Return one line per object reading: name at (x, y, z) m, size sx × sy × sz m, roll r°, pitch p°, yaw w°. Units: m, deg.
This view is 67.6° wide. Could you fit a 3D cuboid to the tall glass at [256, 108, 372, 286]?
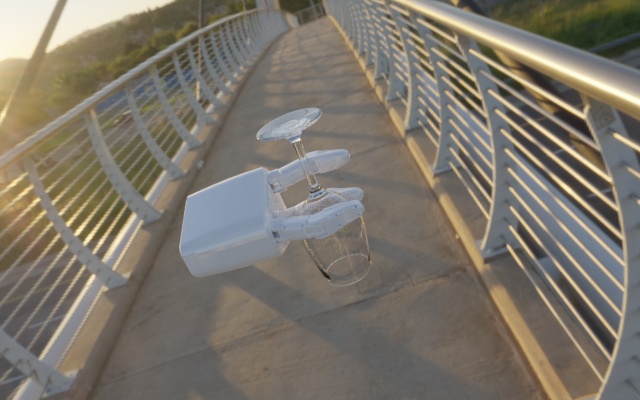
tall glass at (0.000, 0.001, 0.545) m, size 0.079 × 0.201 × 0.079 m, roll -18°, pitch 26°, yaw 9°
